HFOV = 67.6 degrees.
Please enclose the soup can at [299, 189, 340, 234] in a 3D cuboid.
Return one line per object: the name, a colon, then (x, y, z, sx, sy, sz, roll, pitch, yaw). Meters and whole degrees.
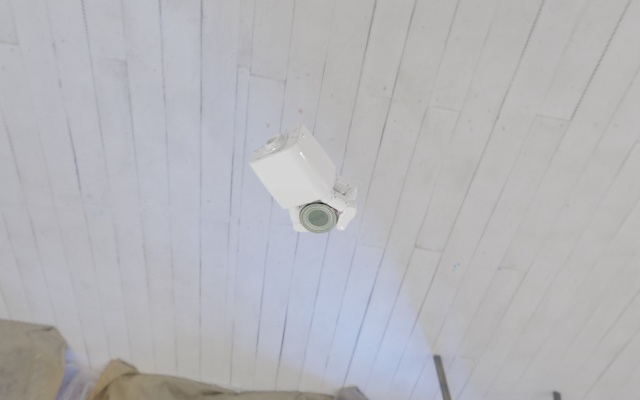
soup can: (0.000, 0.003, 0.859, 0.068, 0.068, 0.102, 0, 35, 6)
